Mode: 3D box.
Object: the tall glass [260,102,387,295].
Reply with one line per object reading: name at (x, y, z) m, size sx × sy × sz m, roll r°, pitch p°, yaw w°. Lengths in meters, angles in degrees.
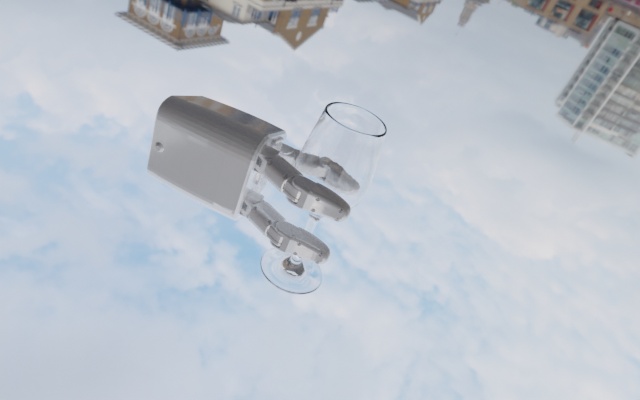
tall glass at (0.000, 0.002, 0.493) m, size 0.079 × 0.201 × 0.079 m, roll 17°, pitch 33°, yaw -11°
